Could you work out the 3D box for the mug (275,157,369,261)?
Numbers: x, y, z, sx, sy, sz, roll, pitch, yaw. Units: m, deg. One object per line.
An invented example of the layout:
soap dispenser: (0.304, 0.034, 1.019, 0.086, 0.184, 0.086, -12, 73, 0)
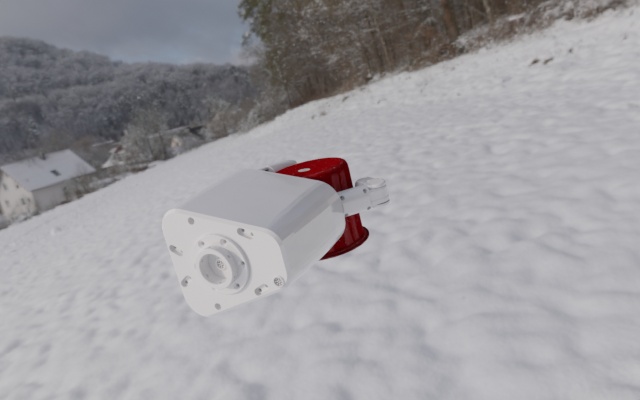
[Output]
mug: (0.001, 0.001, 0.492, 0.093, 0.081, 0.117, -6, 17, 25)
